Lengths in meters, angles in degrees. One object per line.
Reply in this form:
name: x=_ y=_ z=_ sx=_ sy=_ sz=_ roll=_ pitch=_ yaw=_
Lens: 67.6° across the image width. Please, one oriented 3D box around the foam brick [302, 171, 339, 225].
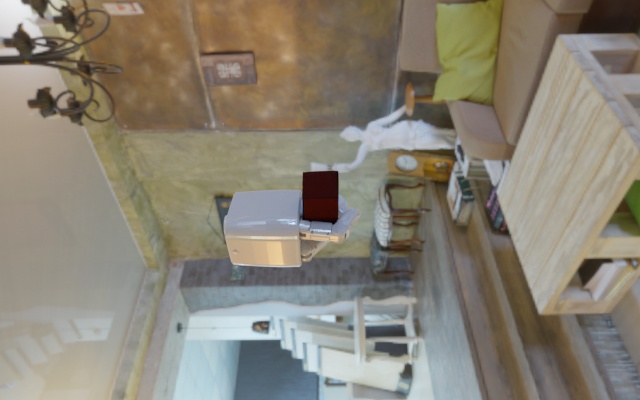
foam brick: x=0.000 y=0.002 z=0.687 sx=0.051 sy=0.053 sz=0.078 roll=0 pitch=-42 yaw=1
